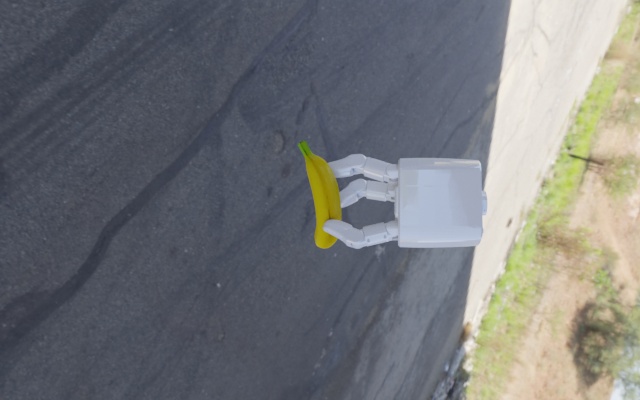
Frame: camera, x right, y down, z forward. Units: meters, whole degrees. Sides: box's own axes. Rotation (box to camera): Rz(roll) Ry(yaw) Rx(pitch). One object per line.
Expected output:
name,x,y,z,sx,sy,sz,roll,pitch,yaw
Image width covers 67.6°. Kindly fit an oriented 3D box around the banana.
banana,0.006,0.011,0.680,0.037,0.198,0.069,-17,41,-11
